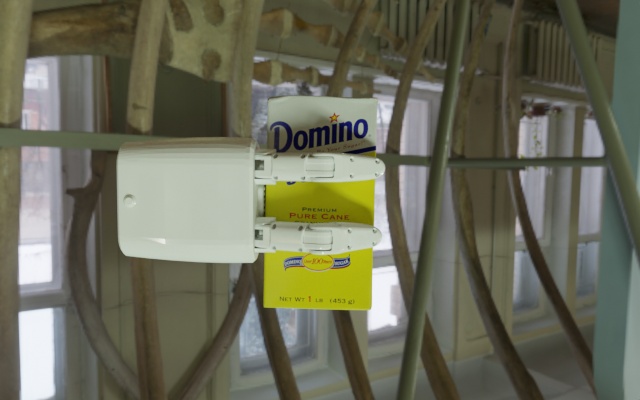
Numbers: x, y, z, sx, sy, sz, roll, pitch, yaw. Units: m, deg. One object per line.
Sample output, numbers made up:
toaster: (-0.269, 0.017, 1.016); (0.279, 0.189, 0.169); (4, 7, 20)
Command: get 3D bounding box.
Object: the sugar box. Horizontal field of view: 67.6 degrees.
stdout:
sugar box: (0.000, 0.001, 0.408); (0.093, 0.176, 0.048); (1, 4, 1)
